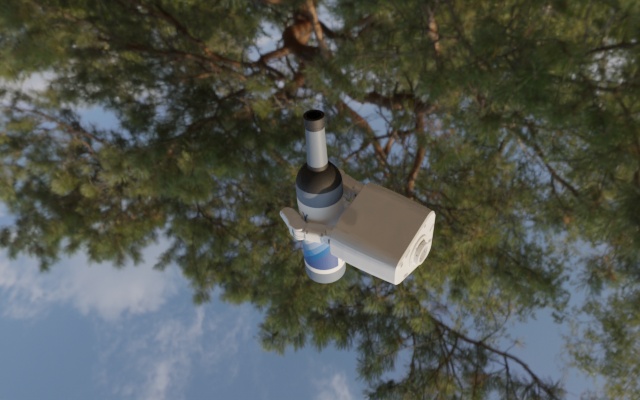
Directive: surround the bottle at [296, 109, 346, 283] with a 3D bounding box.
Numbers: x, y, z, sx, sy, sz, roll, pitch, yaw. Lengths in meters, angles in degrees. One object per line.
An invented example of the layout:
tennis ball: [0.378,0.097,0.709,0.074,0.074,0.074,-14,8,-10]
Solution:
bottle: [0.000,0.002,0.695,0.069,0.296,0.069,-2,42,2]
